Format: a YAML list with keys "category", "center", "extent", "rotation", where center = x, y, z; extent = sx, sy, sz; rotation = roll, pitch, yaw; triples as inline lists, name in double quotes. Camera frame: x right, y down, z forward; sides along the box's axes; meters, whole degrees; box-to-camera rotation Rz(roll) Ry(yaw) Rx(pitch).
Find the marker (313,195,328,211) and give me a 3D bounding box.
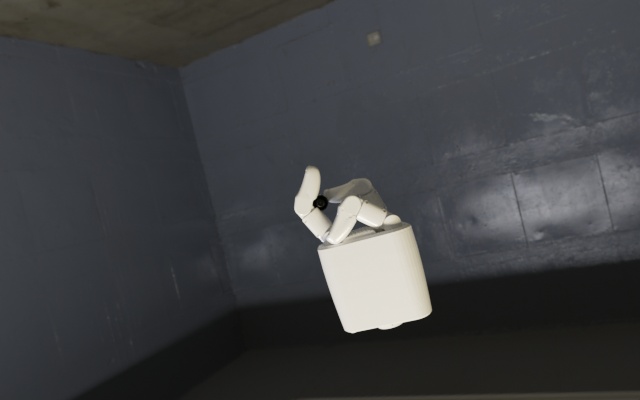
- category: "marker"
  center: [0.000, 0.002, 0.618]
  extent: [0.020, 0.020, 0.121]
  rotation: [0, 1, 0]
